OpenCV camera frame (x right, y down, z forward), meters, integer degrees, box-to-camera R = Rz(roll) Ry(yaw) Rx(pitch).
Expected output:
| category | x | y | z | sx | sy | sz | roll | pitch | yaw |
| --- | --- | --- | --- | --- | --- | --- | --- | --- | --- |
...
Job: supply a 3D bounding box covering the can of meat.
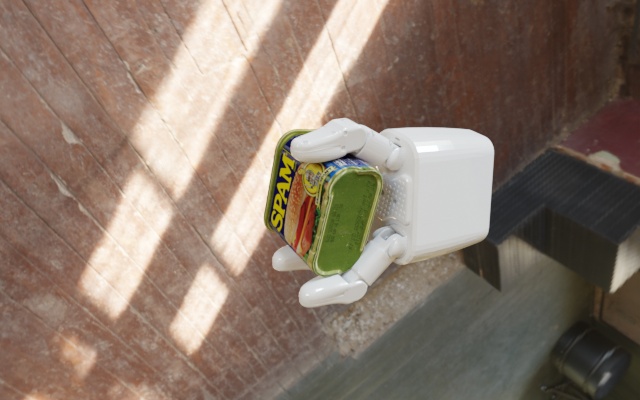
| category | x | y | z | sx | sy | sz | roll | pitch | yaw |
| --- | --- | --- | --- | --- | --- | --- | --- | --- | --- |
| can of meat | 0.000 | 0.001 | 0.404 | 0.057 | 0.102 | 0.084 | -4 | 29 | -35 |
